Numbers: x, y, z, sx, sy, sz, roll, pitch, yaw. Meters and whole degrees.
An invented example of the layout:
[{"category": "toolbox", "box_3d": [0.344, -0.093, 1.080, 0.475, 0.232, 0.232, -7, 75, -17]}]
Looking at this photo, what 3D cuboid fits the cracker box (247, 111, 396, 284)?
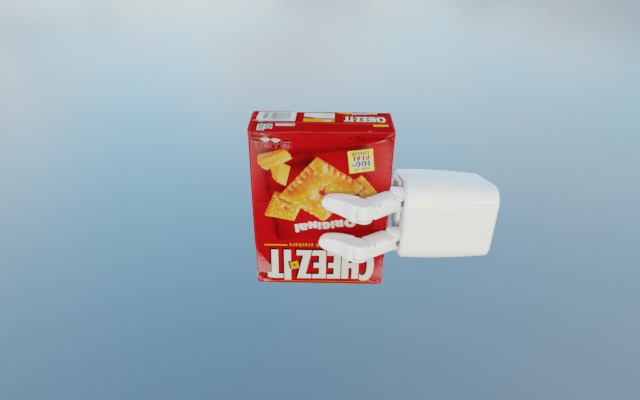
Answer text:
[{"category": "cracker box", "box_3d": [0.000, 0.002, 0.586, 0.164, 0.214, 0.072, 1, 30, 1]}]
